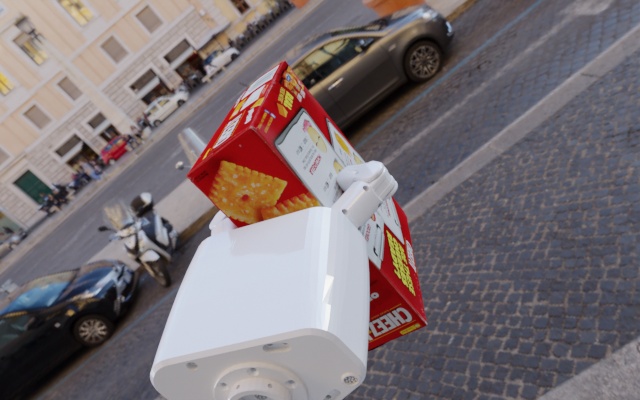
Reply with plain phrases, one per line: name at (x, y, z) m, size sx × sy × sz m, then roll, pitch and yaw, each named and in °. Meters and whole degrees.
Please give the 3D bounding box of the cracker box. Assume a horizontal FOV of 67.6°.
cracker box at (0.000, 0.001, 0.420) m, size 0.072 × 0.214 × 0.164 m, roll -32°, pitch 24°, yaw 21°
